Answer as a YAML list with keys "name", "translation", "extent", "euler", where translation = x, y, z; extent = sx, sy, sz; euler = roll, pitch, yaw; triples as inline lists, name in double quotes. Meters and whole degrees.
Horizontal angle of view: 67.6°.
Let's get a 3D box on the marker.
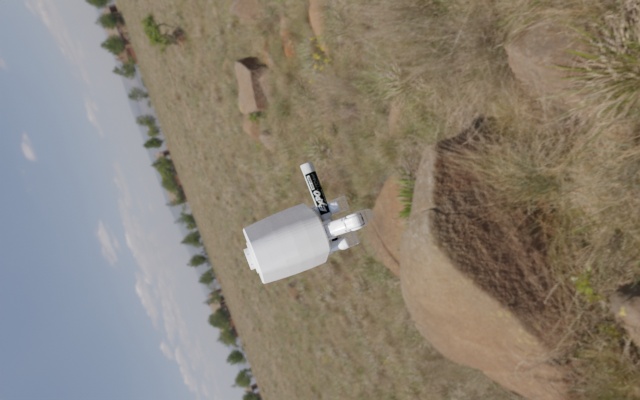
- name: "marker"
  translation: [0.000, 0.002, 0.701]
  extent: [0.020, 0.121, 0.020]
  euler: [-21, -1, 0]
